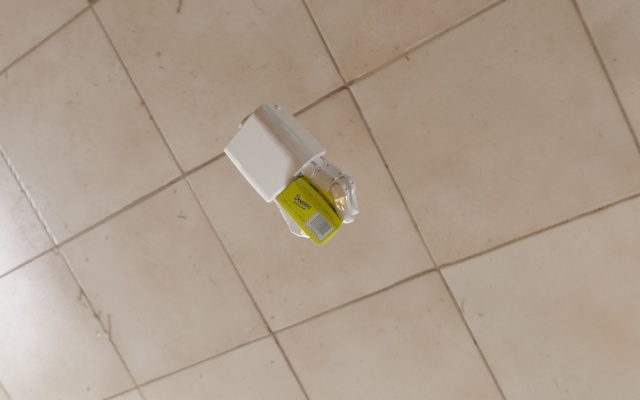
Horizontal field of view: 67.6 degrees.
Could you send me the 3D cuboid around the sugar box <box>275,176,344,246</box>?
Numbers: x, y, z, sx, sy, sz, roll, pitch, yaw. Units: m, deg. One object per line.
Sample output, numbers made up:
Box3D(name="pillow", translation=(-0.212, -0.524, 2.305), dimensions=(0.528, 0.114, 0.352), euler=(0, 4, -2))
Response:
Box3D(name="sugar box", translation=(0.000, 0.002, 0.730), dimensions=(0.048, 0.093, 0.176), euler=(-42, 0, 19))
